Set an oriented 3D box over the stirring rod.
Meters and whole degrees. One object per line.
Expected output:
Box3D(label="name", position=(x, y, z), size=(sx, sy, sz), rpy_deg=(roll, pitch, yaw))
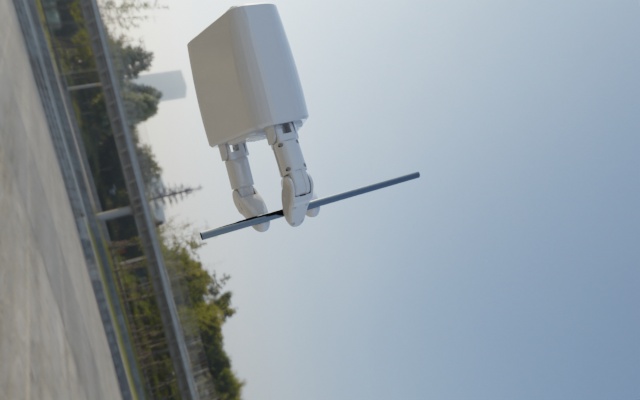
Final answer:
Box3D(label="stirring rod", position=(0.000, 0.002, 0.472), size=(0.239, 0.011, 0.011), rpy_deg=(-16, 6, -24))
